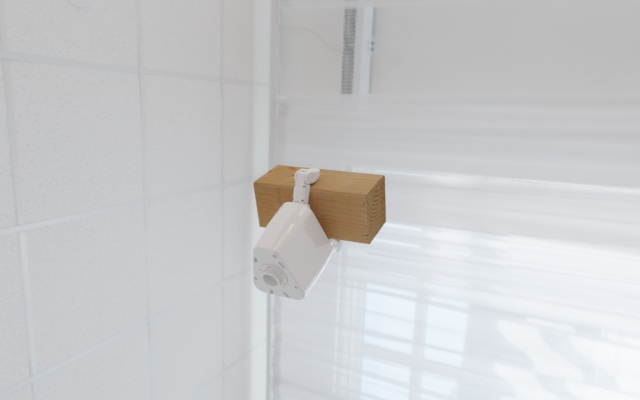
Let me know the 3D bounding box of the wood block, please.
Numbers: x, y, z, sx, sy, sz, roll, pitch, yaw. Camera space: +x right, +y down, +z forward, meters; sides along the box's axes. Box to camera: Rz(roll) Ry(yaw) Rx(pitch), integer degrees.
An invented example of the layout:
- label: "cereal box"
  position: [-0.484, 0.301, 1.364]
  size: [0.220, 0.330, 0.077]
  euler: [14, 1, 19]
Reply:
- label: "wood block"
  position: [0.000, 0.003, 0.817]
  size: [0.206, 0.091, 0.090]
  euler: [7, 27, 25]
